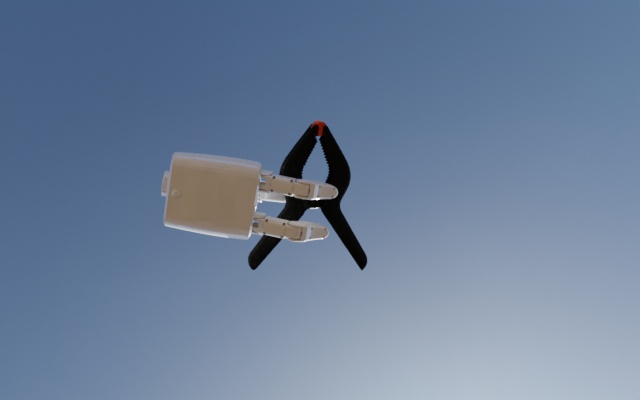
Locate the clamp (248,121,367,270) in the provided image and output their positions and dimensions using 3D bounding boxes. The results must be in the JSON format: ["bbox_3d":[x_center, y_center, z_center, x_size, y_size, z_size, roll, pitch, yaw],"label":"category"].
[{"bbox_3d":[0.000,0.001,0.639,0.164,0.210,0.036,8,12,-14],"label":"clamp"}]
